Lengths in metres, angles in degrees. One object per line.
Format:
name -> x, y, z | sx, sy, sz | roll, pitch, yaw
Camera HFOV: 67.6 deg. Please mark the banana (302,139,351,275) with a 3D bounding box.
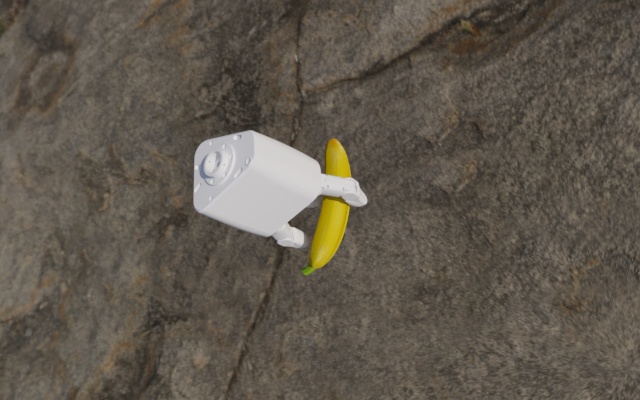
banana -> 0.012, 0.006, 0.650 | 0.037, 0.197, 0.069 | 20, -11, -40
